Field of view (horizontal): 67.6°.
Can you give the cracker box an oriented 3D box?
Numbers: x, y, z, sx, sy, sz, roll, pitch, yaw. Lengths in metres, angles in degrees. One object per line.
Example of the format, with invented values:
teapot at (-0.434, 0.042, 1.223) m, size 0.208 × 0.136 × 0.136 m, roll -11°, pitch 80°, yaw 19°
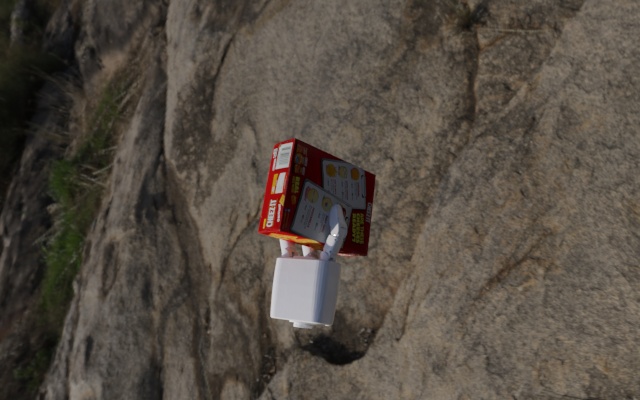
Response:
cracker box at (0.000, 0.003, 0.869) m, size 0.214 × 0.164 × 0.072 m, roll 20°, pitch -18°, yaw -40°
